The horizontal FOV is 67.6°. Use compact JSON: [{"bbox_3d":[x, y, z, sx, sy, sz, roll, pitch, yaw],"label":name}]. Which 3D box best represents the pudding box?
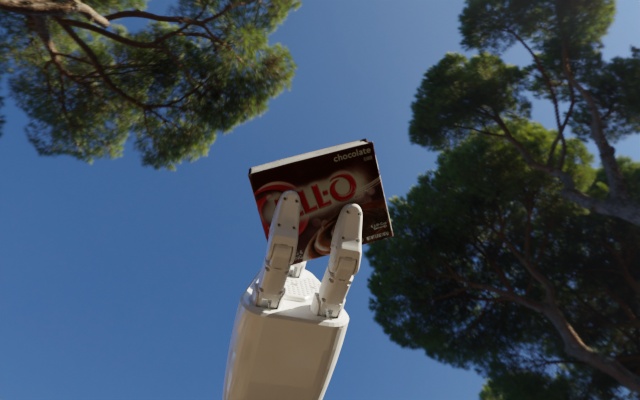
[{"bbox_3d":[0.000,0.001,0.430,0.113,0.090,0.039,-16,17,-5],"label":"pudding box"}]
